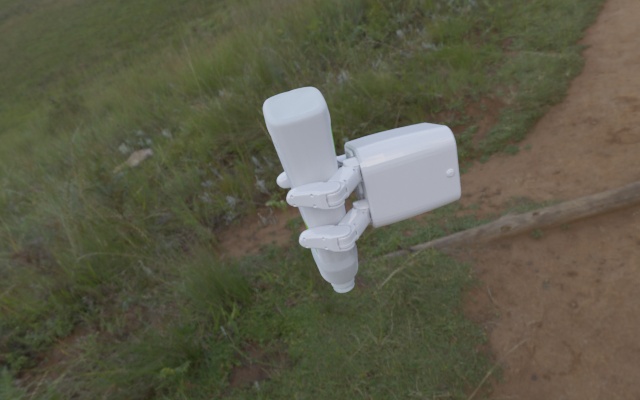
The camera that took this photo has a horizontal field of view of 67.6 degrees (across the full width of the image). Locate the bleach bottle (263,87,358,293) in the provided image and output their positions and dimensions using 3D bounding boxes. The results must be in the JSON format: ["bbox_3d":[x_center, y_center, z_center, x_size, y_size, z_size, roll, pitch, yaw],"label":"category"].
[{"bbox_3d":[0.000,0.002,0.567,0.068,0.251,0.102,-16,30,-2],"label":"bleach bottle"}]
